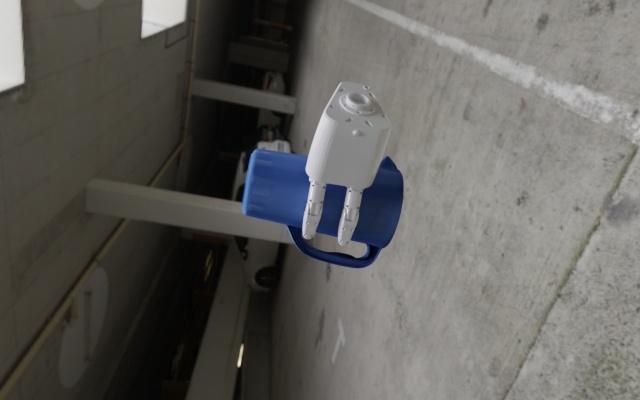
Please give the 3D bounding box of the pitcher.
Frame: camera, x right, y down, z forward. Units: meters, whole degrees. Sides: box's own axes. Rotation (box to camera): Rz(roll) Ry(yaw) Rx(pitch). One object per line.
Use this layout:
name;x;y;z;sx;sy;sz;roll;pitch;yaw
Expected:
pitcher;0.000;0.002;0.765;0.243;0.149;0.145;10;-45;-7
